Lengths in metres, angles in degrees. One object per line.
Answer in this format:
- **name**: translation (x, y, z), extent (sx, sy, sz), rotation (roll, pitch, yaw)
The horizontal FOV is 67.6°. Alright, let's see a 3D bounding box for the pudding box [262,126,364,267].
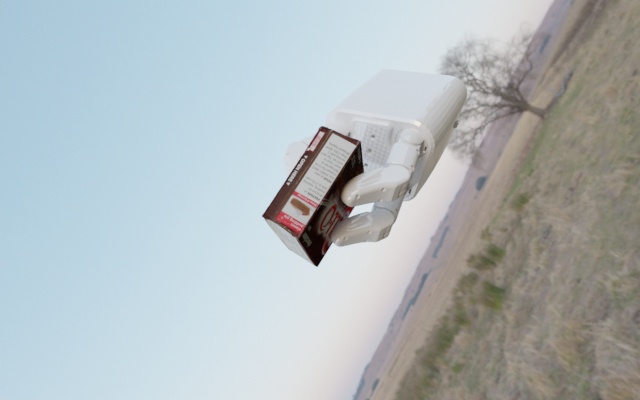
- **pudding box**: translation (0.000, 0.001, 0.404), extent (0.039, 0.090, 0.113), rotation (28, -12, 17)
